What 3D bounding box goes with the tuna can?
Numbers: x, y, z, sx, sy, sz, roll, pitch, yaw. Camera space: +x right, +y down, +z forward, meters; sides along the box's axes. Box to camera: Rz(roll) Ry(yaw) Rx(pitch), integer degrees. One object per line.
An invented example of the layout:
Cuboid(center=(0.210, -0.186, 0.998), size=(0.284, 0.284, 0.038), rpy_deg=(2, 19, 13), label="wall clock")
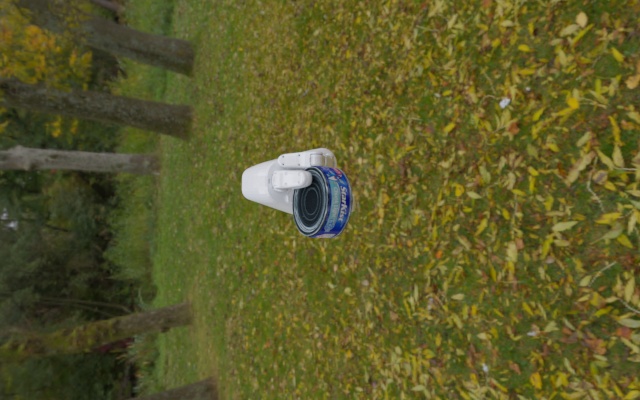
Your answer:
Cuboid(center=(0.000, 0.002, 0.568), size=(0.034, 0.086, 0.086), rpy_deg=(4, -2, -32), label="tuna can")
